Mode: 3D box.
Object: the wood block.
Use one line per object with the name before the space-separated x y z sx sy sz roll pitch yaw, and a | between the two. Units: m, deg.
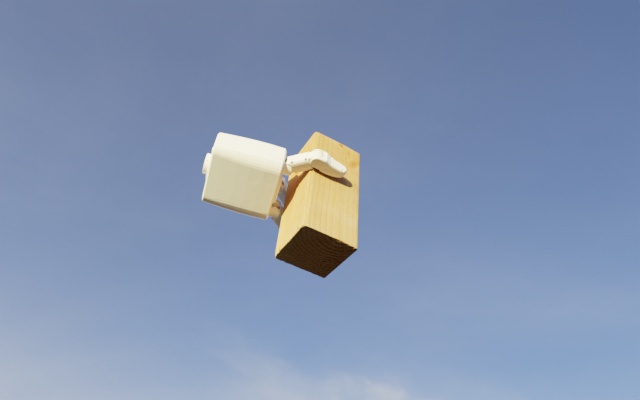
wood block | 0.000 0.002 0.747 0.090 0.206 0.091 25 -47 -19
